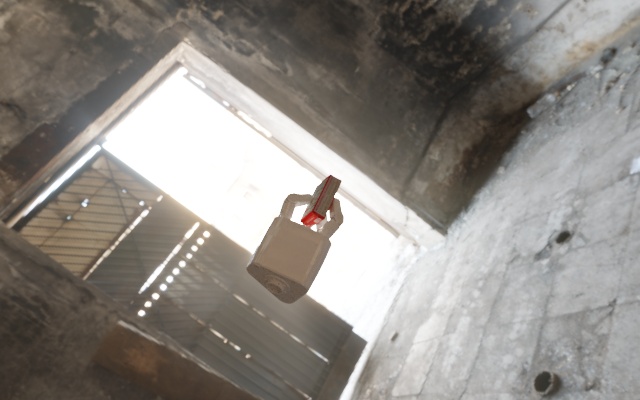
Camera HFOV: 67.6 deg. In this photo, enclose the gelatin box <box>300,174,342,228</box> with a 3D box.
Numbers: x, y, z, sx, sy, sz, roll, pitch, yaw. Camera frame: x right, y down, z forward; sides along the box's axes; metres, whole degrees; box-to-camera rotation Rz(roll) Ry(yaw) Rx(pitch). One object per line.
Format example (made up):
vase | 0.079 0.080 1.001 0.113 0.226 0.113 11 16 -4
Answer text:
gelatin box | 0.000 0.002 0.898 0.030 0.089 0.073 30 -26 -11
